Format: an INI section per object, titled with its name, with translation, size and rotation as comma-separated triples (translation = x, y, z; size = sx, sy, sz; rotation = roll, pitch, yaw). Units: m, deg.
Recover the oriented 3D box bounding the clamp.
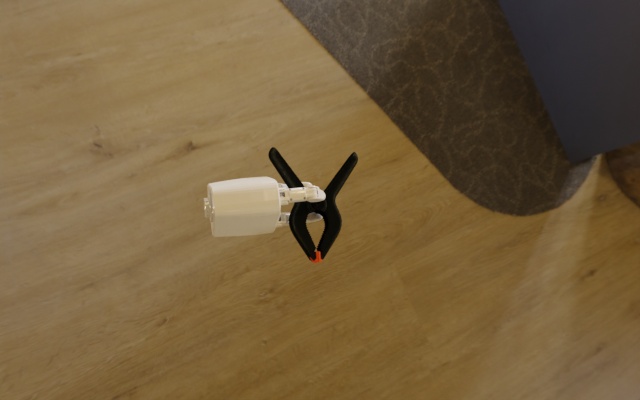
[clamp]
translation = 0.000, 0.003, 0.845
size = 0.164, 0.210, 0.036
rotation = -6, -9, -16
